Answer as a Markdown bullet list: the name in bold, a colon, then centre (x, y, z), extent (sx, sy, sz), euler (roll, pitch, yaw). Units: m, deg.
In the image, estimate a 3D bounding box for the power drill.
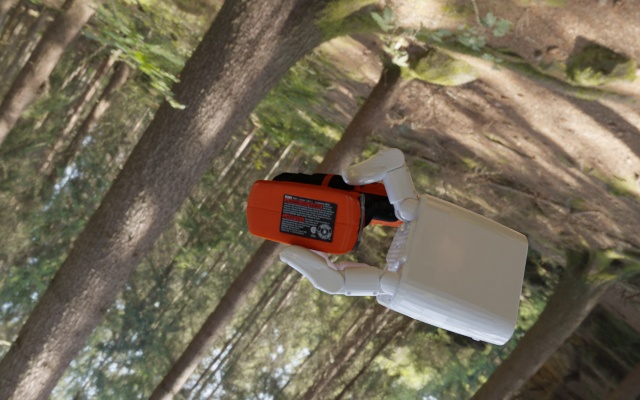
- **power drill**: centre (0.000, 0.002, 0.502), extent (0.184, 0.057, 0.187), euler (8, 10, 20)
